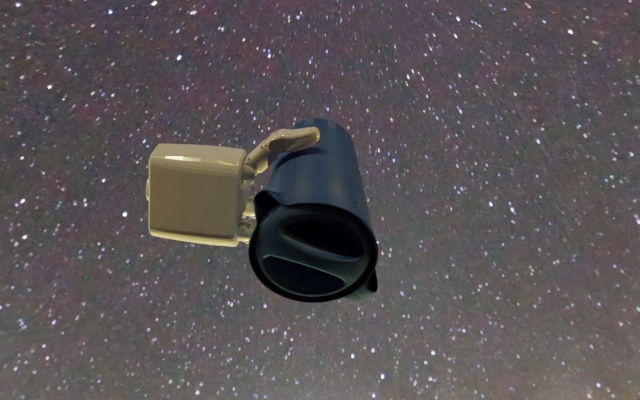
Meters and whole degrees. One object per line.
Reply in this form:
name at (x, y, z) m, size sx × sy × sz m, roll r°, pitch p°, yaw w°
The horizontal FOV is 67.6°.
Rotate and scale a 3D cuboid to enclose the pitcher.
pitcher at (0.000, 0.002, 0.585) m, size 0.145 × 0.149 × 0.242 m, roll 4°, pitch 33°, yaw -1°
